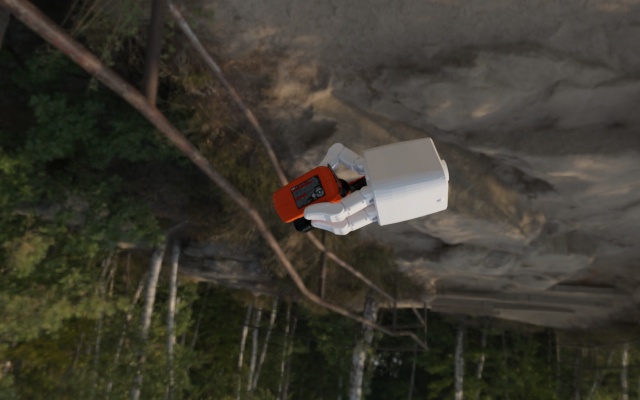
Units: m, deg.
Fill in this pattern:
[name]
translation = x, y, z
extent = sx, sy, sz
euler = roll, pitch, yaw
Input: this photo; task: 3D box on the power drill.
[power drill]
translation = 0.000, 0.002, 0.793
extent = 0.184, 0.057, 0.187
euler = -30, -14, 20
